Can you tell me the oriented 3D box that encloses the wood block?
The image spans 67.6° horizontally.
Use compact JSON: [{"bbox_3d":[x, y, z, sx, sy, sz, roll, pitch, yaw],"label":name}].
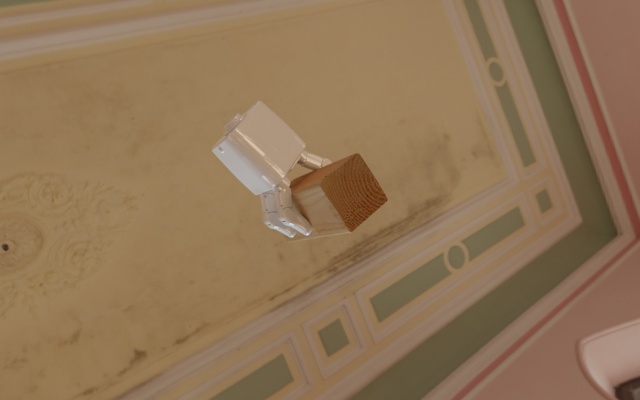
[{"bbox_3d":[0.000,0.002,0.786,0.090,0.090,0.206,-39,12,-29],"label":"wood block"}]
